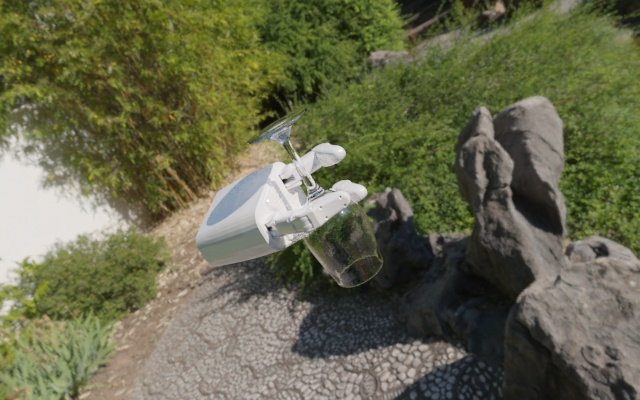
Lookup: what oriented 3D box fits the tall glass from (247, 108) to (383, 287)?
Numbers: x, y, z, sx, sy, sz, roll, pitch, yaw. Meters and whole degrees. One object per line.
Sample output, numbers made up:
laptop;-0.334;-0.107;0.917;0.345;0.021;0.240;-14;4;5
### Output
tall glass;0.000;0.001;0.542;0.079;0.201;0.079;-27;17;9
